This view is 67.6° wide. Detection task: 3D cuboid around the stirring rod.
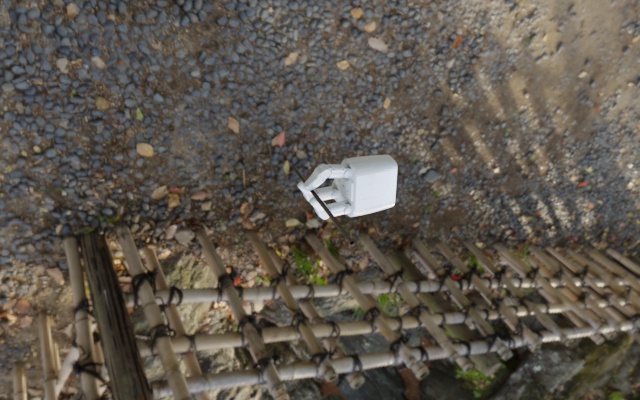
[{"bbox_3d":[0.000,0.003,0.893,0.011,0.011,0.239,0,35,-33],"label":"stirring rod"}]
